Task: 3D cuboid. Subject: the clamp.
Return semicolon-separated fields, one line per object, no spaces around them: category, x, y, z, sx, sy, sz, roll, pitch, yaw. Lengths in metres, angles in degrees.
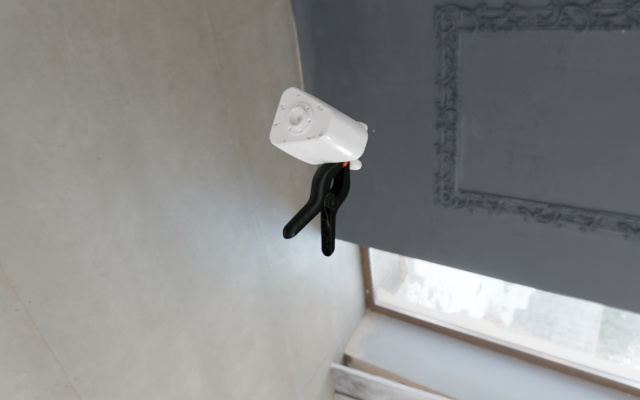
clamp;0.001;0.003;0.771;0.039;0.171;0.120;11;-4;36
